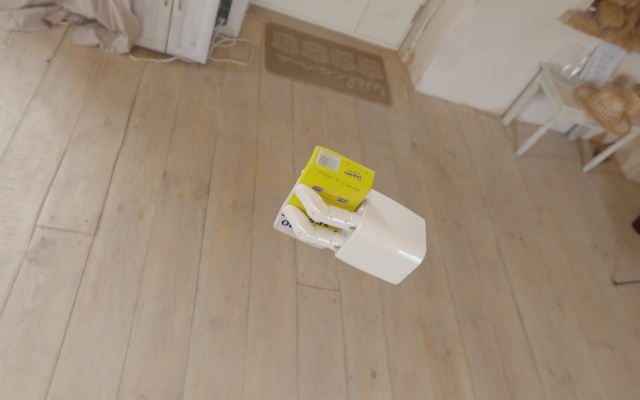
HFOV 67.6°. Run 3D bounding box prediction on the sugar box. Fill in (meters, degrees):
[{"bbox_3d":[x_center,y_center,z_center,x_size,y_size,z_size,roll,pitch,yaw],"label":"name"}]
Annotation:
[{"bbox_3d":[0.000,0.003,0.721,0.093,0.048,0.176,25,-43,-7],"label":"sugar box"}]
